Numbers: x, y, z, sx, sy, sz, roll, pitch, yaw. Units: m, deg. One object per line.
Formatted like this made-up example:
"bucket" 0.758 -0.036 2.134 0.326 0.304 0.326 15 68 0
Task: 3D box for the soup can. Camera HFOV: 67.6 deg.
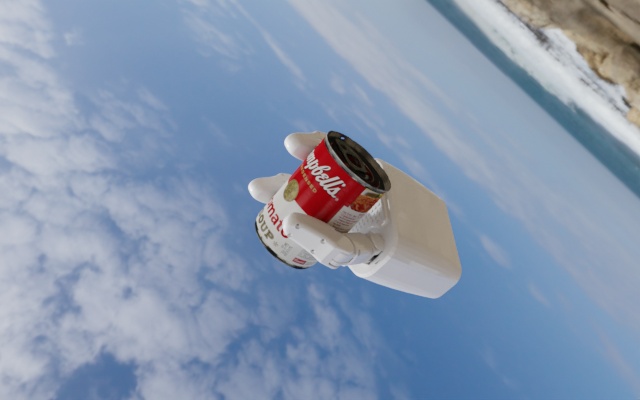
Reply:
"soup can" 0.000 0.001 0.402 0.102 0.068 0.068 -47 -24 24
